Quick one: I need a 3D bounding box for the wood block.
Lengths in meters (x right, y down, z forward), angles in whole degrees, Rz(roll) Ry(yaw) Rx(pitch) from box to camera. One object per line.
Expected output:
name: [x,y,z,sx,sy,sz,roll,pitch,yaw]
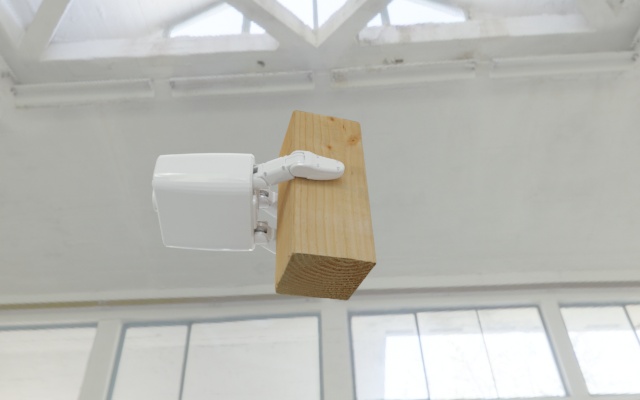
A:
wood block: [0.000,0.002,0.566,0.090,0.206,0.091,9,-39,-14]
